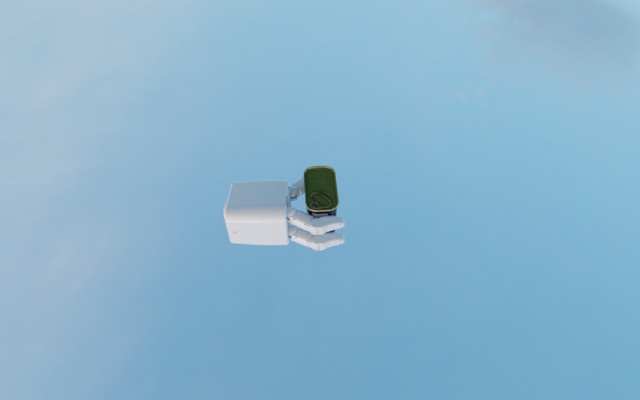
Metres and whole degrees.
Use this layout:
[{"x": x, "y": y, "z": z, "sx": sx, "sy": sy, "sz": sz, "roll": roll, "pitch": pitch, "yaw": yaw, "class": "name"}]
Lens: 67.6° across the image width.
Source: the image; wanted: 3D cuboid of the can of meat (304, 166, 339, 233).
[{"x": 0.000, "y": 0.003, "z": 0.862, "sx": 0.057, "sy": 0.102, "sz": 0.084, "roll": -3, "pitch": -38, "yaw": -3, "class": "can of meat"}]
